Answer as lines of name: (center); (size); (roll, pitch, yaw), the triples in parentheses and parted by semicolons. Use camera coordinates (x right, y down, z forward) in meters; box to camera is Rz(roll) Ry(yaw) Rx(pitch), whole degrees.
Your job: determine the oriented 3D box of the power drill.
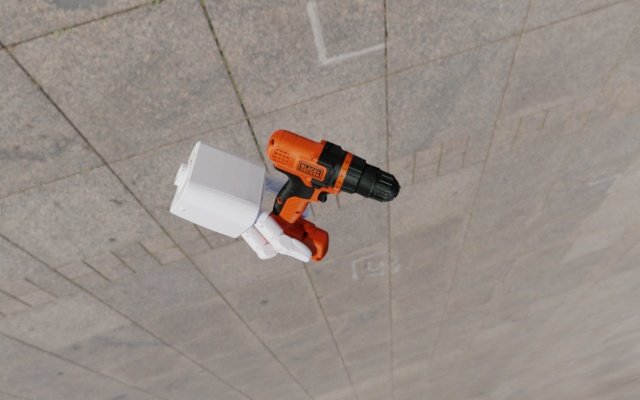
power drill: (0.000, 0.002, 0.678); (0.184, 0.188, 0.057); (23, 41, 2)
